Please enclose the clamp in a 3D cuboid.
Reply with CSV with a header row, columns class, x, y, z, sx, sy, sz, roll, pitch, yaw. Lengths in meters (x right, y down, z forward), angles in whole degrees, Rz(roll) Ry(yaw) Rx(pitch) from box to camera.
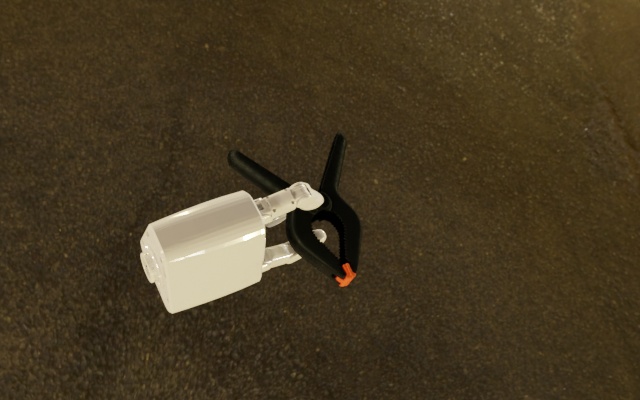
class,x,y,z,sx,sy,sz,roll,pitch,yaw
clamp,0.000,0.002,0.590,0.164,0.210,0.036,-21,-22,-26
